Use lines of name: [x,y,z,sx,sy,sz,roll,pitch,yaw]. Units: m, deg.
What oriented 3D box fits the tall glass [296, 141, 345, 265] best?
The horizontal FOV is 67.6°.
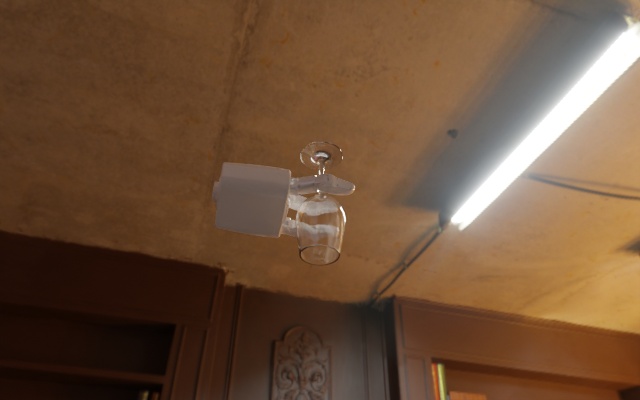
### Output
tall glass: [0.000,0.002,0.775,0.079,0.201,0.079,0,-36,0]
